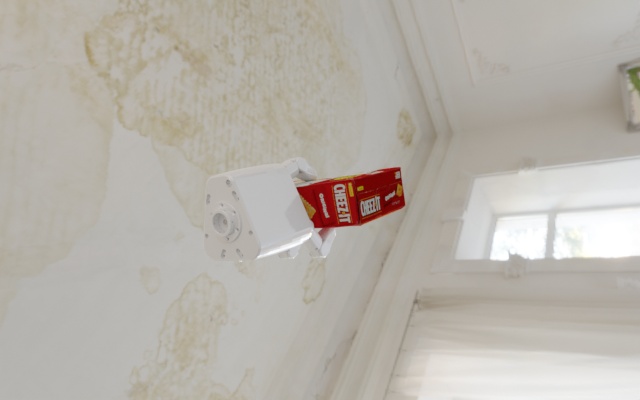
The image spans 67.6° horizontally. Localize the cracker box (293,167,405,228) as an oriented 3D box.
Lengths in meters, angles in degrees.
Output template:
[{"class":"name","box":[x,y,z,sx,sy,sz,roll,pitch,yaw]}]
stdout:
[{"class":"cracker box","box":[0.000,0.002,0.734,0.214,0.072,0.164,-6,6,33]}]
